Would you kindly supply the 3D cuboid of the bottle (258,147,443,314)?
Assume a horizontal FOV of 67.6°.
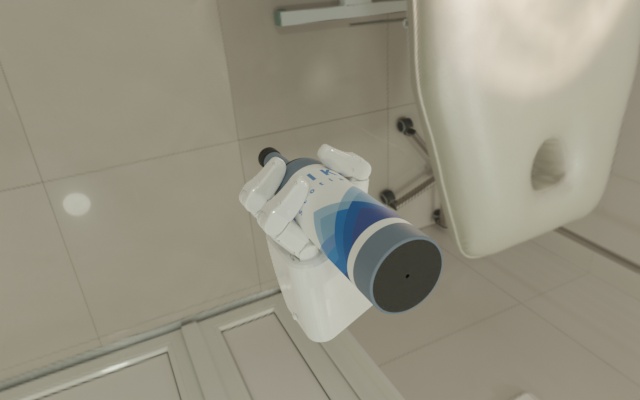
[{"bbox_3d":[0.000,0.002,0.473,0.069,0.069,0.295,0,22,-28],"label":"bottle"}]
